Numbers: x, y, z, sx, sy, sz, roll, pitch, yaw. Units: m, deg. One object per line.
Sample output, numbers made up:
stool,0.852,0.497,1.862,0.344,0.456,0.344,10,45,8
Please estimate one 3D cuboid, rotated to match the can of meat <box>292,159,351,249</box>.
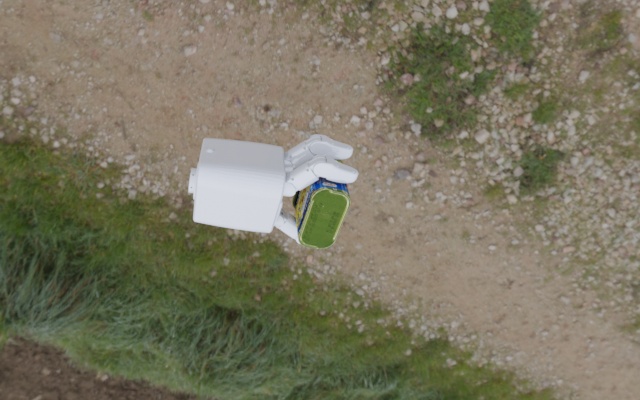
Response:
can of meat,0.000,0.002,0.640,0.057,0.102,0.084,10,34,-14
